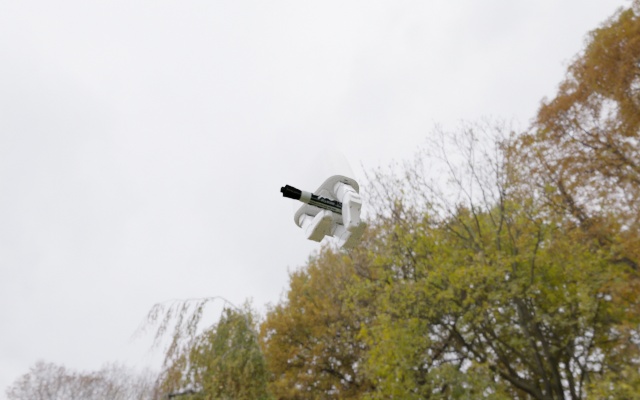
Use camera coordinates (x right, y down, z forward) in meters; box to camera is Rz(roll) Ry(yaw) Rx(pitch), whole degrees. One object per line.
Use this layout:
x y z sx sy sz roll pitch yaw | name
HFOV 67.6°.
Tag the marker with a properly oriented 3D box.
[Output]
0.000 0.002 0.670 0.121 0.020 0.020 18 -6 -19 | marker
